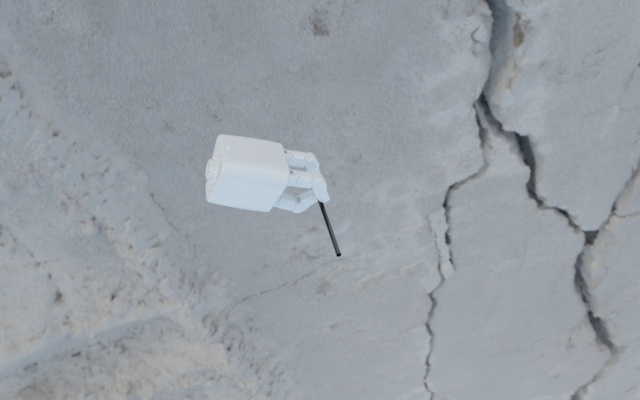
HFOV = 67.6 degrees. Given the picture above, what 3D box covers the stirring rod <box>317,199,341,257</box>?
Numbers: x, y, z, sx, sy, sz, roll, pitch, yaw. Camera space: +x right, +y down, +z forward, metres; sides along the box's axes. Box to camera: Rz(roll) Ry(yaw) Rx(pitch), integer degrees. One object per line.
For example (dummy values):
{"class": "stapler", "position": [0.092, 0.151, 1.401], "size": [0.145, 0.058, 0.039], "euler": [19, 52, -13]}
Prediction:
{"class": "stirring rod", "position": [0.000, 0.003, 0.811], "size": [0.011, 0.011, 0.239], "euler": [0, 42, -18]}
